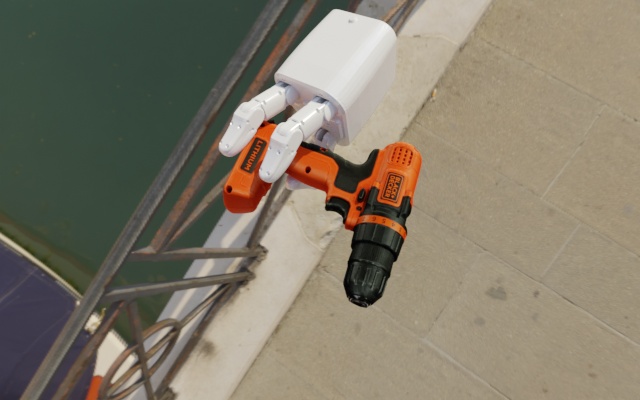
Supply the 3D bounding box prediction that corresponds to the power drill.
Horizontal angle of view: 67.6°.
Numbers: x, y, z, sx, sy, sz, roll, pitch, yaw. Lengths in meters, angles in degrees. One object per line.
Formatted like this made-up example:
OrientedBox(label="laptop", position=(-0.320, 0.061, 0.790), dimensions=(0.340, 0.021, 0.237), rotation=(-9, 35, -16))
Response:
OrientedBox(label="power drill", position=(0.000, 0.001, 0.495), dimensions=(0.187, 0.184, 0.057), rotation=(17, -29, 7))
